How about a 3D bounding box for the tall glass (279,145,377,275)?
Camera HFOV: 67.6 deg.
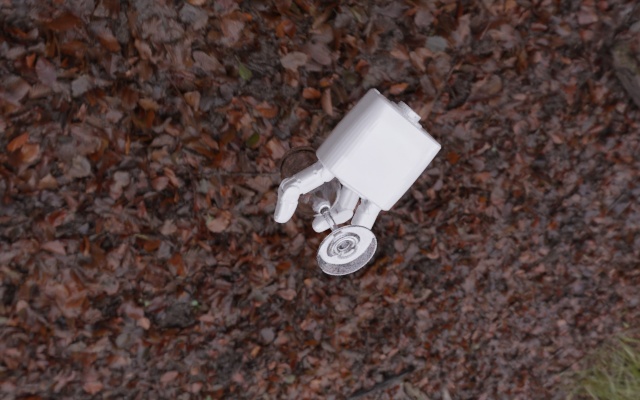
[{"bbox_3d":[0.000,0.003,0.626,0.079,0.079,0.201,0,34,-23],"label":"tall glass"}]
